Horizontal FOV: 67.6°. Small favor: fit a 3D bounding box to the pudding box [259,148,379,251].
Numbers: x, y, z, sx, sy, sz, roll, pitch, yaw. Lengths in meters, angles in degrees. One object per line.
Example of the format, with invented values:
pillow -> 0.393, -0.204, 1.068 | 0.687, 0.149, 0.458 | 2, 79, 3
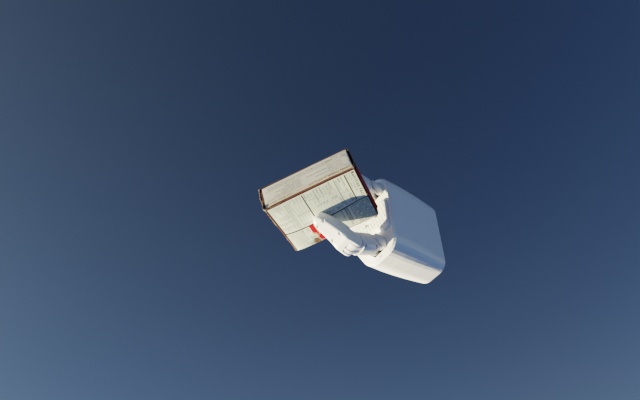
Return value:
pudding box -> 0.000, 0.002, 0.548 | 0.113, 0.039, 0.090 | -26, -45, 6
